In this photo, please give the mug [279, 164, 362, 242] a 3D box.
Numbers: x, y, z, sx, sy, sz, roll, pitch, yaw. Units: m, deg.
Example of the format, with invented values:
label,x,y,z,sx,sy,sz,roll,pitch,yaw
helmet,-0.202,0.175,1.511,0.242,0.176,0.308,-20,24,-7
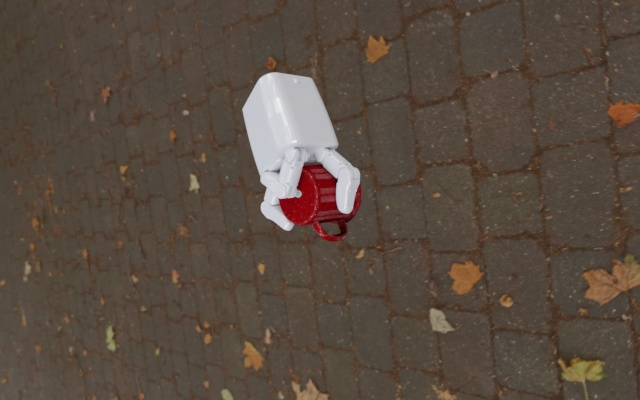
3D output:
label,x,y,z,sx,sy,sz,roll,pitch,yaw
mug,0.000,0.004,0.657,0.081,0.117,0.093,-6,-19,-45
